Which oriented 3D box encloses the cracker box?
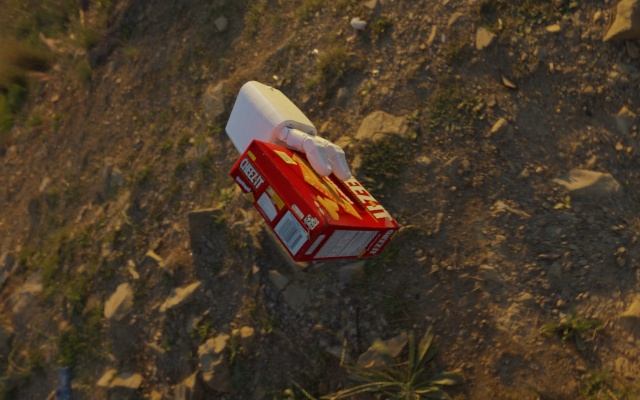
[{"bbox_3d":[0.000,0.002,0.679,0.164,0.072,0.214,50,23,26],"label":"cracker box"}]
